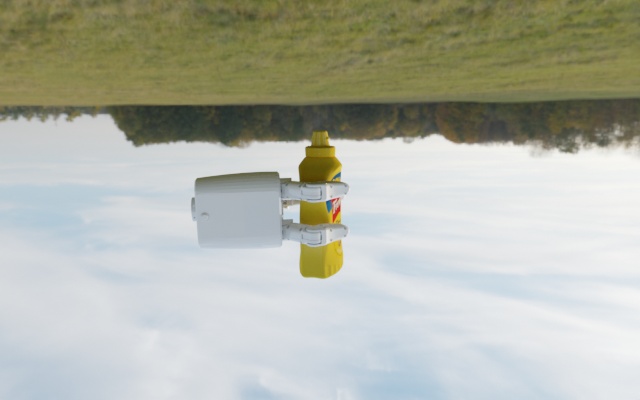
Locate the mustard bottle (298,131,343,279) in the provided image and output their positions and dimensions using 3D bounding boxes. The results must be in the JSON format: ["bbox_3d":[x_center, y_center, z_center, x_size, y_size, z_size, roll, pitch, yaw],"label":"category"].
[{"bbox_3d":[0.000,0.002,0.648,0.058,0.192,0.096,2,11,16],"label":"mustard bottle"}]
